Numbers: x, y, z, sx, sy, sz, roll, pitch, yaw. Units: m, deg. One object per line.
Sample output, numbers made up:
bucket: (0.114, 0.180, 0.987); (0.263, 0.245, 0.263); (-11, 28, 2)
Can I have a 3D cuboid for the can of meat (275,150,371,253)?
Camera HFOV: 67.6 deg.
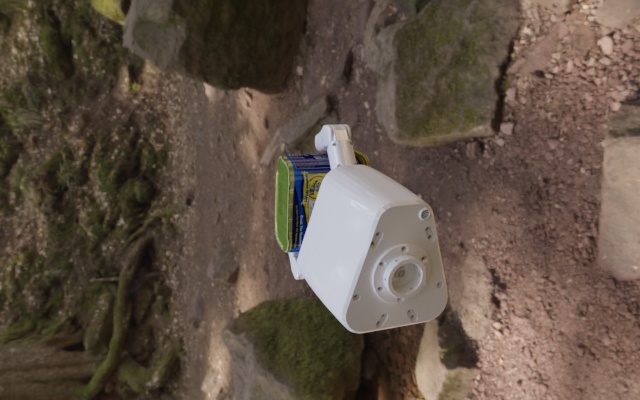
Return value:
can of meat: (0.000, 0.002, 0.489); (0.084, 0.102, 0.057); (-4, 21, -19)
